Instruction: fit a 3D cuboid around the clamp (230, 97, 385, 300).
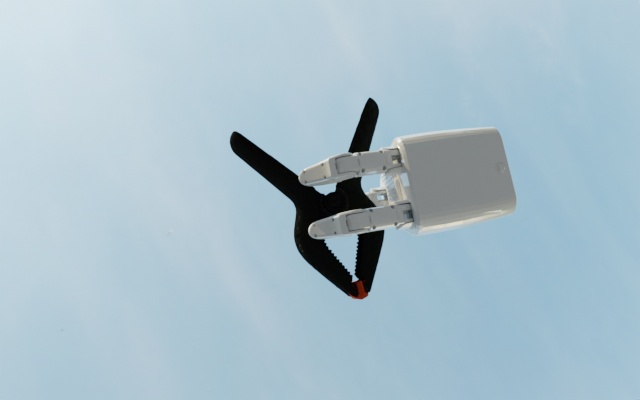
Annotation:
[{"bbox_3d":[0.000,0.002,0.497,0.164,0.210,0.036,-9,-9,-9],"label":"clamp"}]
